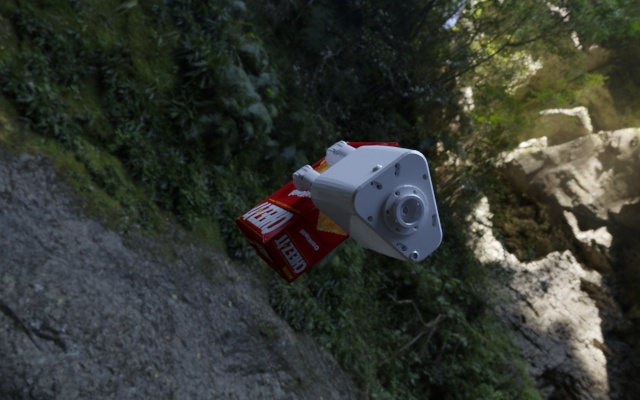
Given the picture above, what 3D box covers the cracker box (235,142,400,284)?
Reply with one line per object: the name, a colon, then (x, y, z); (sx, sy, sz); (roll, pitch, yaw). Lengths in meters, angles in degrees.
cracker box: (0.000, 0.002, 0.655); (0.213, 0.072, 0.164); (-36, 18, -14)
